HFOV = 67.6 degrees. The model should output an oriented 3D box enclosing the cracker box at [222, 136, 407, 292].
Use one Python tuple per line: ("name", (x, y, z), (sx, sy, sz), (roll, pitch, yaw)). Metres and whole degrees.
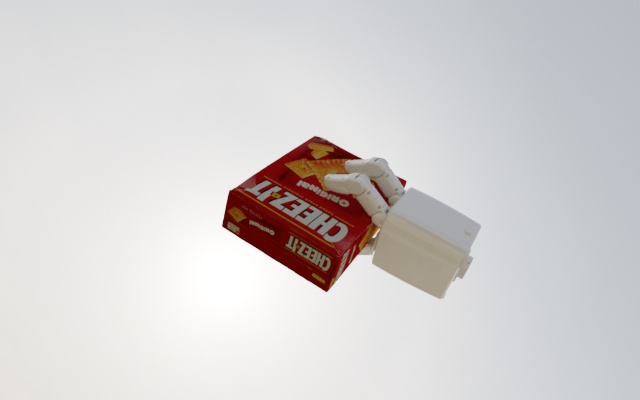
("cracker box", (0.000, 0.002, 0.649), (0.164, 0.072, 0.213), (29, 37, 16))
